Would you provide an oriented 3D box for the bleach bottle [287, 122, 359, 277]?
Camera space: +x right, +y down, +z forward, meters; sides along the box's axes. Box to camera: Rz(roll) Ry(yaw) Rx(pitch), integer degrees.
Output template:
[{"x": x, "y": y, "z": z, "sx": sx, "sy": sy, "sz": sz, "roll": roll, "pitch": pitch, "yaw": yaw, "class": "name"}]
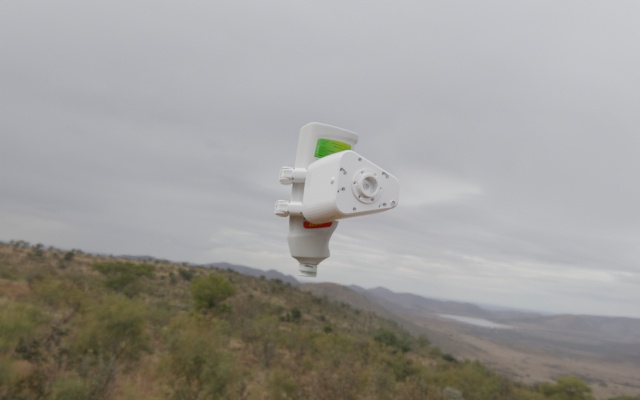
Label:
[{"x": 0.000, "y": 0.003, "z": 0.802, "sx": 0.102, "sy": 0.250, "sz": 0.068, "roll": 11, "pitch": -11, "yaw": -25, "class": "bleach bottle"}]
